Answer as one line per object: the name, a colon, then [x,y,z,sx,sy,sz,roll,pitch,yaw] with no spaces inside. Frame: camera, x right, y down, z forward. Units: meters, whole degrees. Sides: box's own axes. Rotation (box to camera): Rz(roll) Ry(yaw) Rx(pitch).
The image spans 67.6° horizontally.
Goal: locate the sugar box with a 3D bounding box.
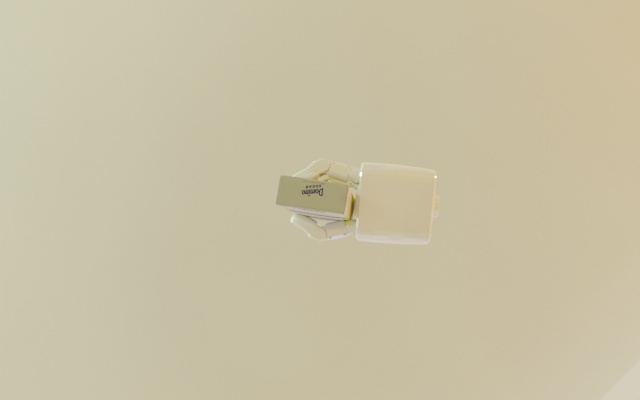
sugar box: [0.000,0.002,0.693,0.093,0.048,0.176,8,-8,8]
